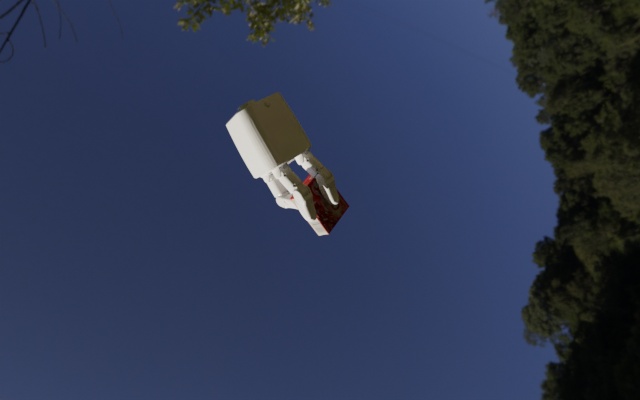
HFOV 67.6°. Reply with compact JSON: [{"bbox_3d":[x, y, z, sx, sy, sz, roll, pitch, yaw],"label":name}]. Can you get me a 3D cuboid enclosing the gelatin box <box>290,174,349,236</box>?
[{"bbox_3d":[0.000,0.003,0.807,0.030,0.089,0.073,-12,32,48],"label":"gelatin box"}]
